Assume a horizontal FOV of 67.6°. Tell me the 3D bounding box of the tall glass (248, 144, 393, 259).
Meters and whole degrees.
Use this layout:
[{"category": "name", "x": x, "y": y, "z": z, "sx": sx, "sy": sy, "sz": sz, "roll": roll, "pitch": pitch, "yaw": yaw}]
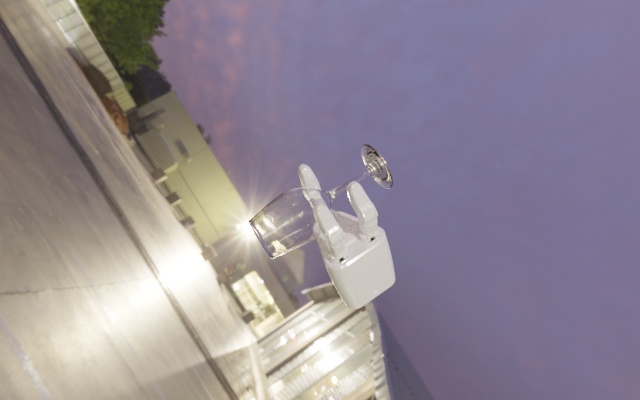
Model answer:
[{"category": "tall glass", "x": 0.001, "y": 0.002, "z": 0.671, "sx": 0.201, "sy": 0.079, "sz": 0.079, "roll": -32, "pitch": 8, "yaw": -13}]
